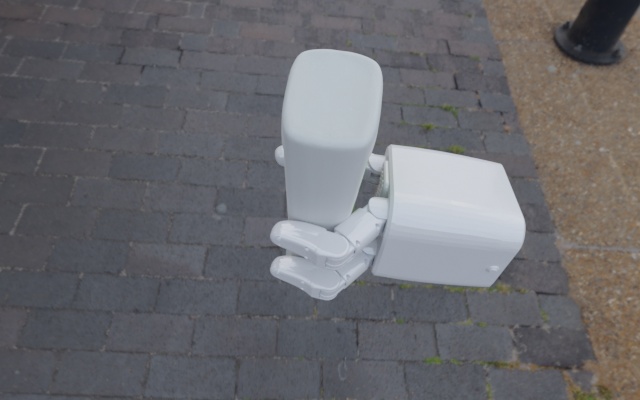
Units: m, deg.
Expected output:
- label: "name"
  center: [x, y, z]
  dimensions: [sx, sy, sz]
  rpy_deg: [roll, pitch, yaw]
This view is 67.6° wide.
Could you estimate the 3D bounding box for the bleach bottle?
- label: "bleach bottle"
  center: [0.000, 0.001, 0.423]
  dimensions: [0.068, 0.102, 0.251]
  rpy_deg: [8, -36, 1]
